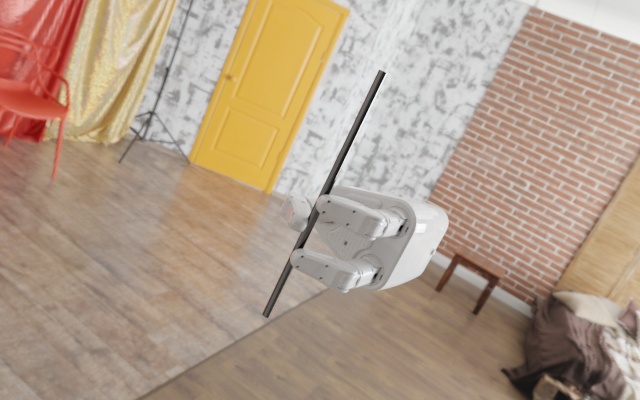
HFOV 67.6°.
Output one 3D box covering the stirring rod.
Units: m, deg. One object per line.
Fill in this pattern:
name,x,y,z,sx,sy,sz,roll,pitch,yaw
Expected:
stirring rod,0.000,0.001,0.414,0.011,0.239,0.011,24,14,-6
